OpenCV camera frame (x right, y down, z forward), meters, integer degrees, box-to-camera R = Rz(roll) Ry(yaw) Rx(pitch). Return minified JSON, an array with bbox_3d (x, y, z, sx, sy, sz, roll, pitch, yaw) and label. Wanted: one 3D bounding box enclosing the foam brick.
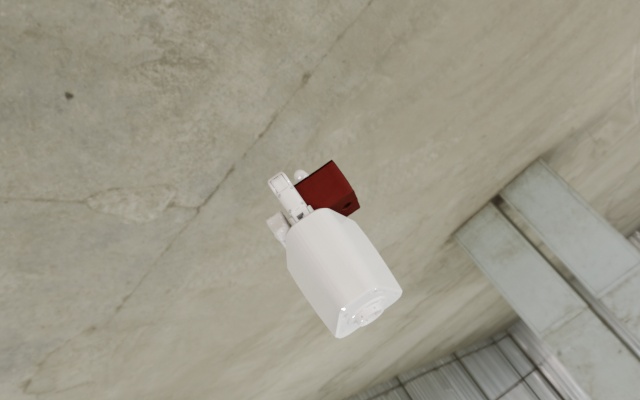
[{"bbox_3d":[0.000,0.002,0.564,0.078,0.051,0.053,-35,-28,-3],"label":"foam brick"}]
